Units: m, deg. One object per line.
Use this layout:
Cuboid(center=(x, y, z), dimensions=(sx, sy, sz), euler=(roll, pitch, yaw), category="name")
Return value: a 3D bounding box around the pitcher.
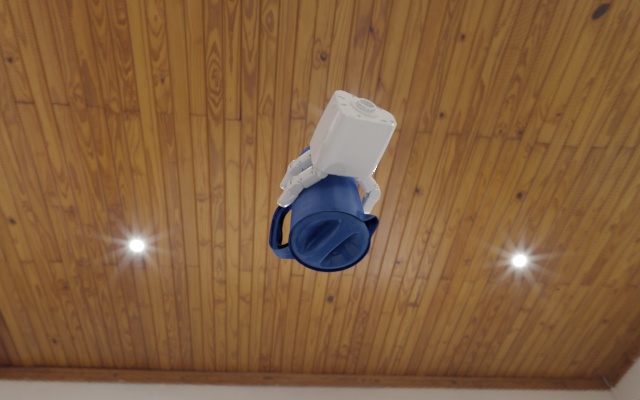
Cuboid(center=(0.000, 0.003, 0.852), dimensions=(0.149, 0.145, 0.242), euler=(16, 34, -15), category="pitcher")
